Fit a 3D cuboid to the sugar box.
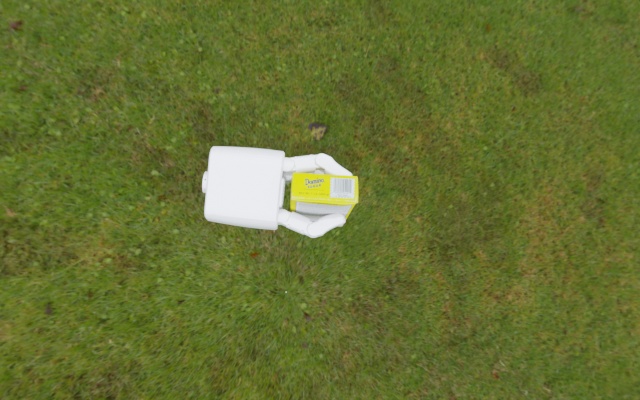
[{"bbox_3d":[0.000,0.002,0.734,0.093,0.048,0.176,4,-11,-4],"label":"sugar box"}]
